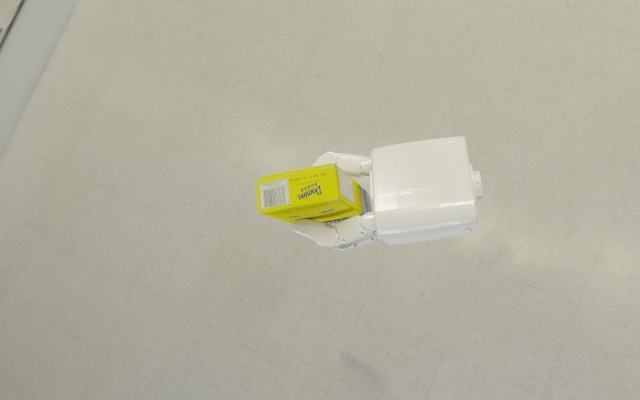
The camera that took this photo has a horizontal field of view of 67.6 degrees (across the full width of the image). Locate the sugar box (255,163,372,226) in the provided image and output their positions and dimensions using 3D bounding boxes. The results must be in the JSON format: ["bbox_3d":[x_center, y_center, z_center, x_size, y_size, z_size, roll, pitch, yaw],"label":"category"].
[{"bbox_3d":[0.000,0.002,0.576,0.093,0.048,0.176,-10,-14,16],"label":"sugar box"}]
